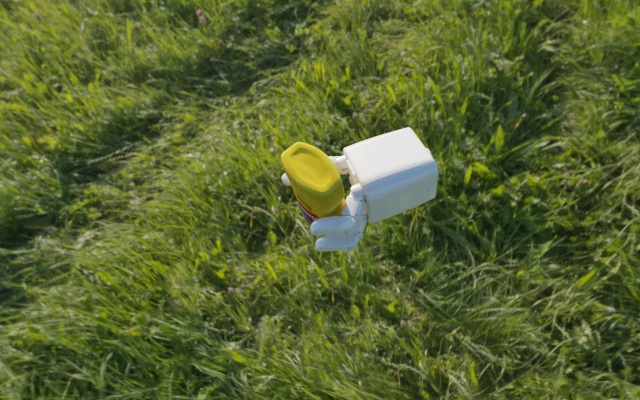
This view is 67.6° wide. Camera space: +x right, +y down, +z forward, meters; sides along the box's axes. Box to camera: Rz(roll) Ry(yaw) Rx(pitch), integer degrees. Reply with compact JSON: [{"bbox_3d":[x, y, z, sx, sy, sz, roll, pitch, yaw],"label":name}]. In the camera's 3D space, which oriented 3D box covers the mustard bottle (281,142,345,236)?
[{"bbox_3d":[0.000,0.002,0.693,0.096,0.058,0.192,43,-15,26],"label":"mustard bottle"}]
